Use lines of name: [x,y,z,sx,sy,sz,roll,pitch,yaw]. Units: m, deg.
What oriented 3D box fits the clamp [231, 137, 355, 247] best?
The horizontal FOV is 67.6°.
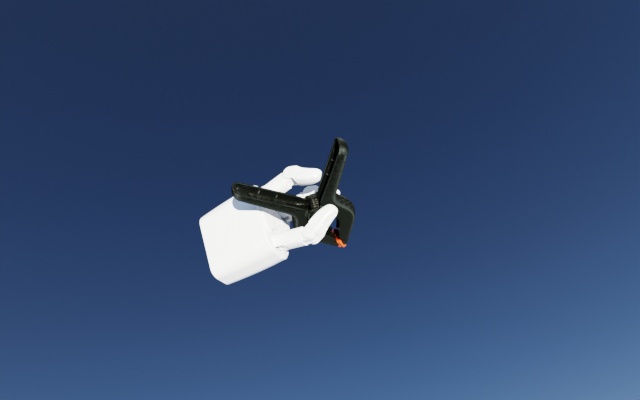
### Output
clamp: [0.000,0.003,0.676,0.164,0.036,0.210,-26,-42,18]
